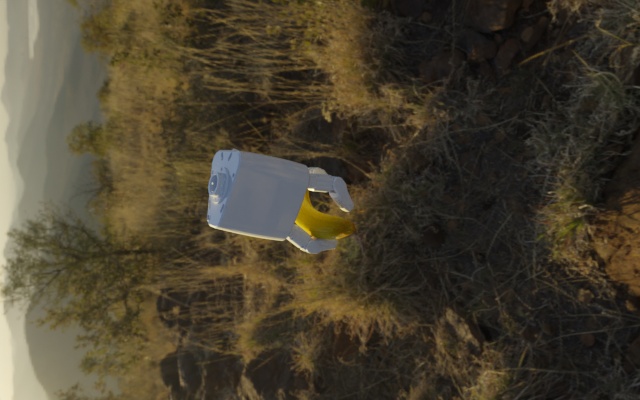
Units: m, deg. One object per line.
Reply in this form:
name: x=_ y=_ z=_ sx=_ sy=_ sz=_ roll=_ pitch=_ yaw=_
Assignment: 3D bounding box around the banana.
banana: x=-0.011 y=0.016 z=0.738 sx=0.037 sy=0.069 sz=0.197 roll=26 pitch=14 yaw=-34
